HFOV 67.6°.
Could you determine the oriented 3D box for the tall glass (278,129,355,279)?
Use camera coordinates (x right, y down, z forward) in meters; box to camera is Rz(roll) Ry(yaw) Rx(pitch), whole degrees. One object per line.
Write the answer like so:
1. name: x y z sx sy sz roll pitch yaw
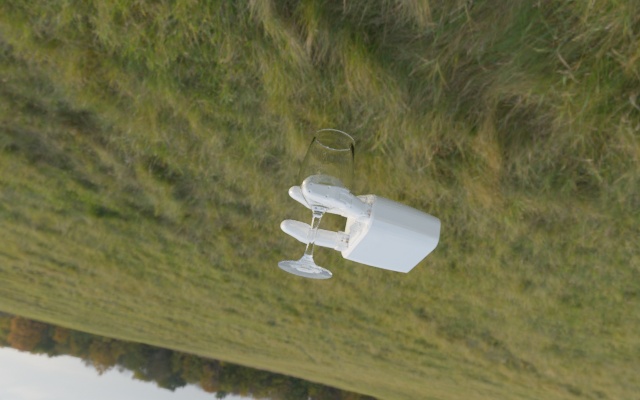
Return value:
1. tall glass: 0.000 0.003 0.666 0.079 0.201 0.079 11 -20 4
